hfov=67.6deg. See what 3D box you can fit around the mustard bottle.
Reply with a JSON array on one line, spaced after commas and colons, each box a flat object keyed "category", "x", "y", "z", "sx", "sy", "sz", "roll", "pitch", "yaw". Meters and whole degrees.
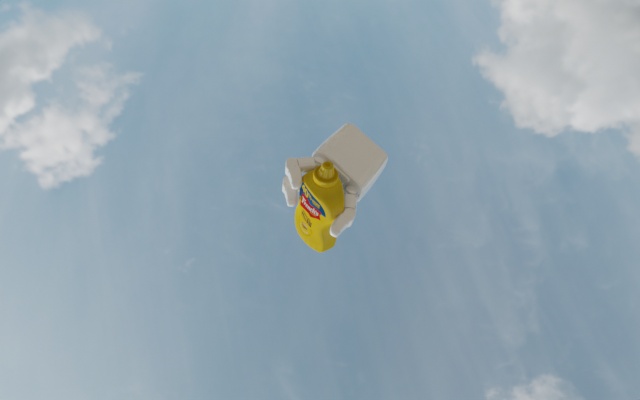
[{"category": "mustard bottle", "x": 0.000, "y": 0.003, "z": 0.827, "sx": 0.058, "sy": 0.096, "sz": 0.192, "roll": -22, "pitch": -31, "yaw": -25}]
